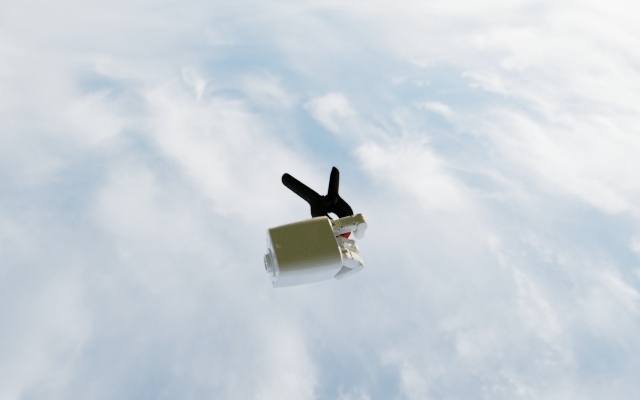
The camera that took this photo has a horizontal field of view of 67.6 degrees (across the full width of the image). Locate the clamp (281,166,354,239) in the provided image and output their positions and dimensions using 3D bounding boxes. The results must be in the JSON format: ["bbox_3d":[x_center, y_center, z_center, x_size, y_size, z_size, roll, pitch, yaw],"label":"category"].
[{"bbox_3d":[0.000,0.003,0.866,0.120,0.171,0.039,-7,-41,-18],"label":"clamp"}]
